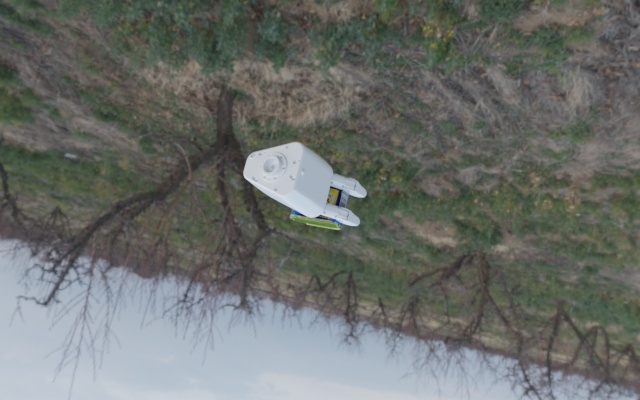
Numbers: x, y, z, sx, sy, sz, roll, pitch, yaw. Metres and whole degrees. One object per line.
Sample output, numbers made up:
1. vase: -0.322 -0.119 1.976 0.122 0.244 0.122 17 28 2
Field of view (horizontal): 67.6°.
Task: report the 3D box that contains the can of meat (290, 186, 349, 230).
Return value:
1. can of meat: 0.000 0.003 0.880 0.102 0.084 0.057 8 -14 24
